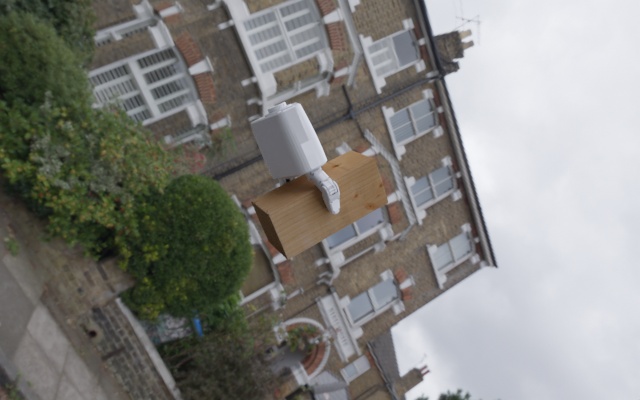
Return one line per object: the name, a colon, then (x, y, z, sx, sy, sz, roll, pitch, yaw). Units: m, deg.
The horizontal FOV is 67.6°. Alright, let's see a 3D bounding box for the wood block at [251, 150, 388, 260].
wood block: (0.000, 0.002, 0.823, 0.206, 0.090, 0.090, -28, 26, -17)
